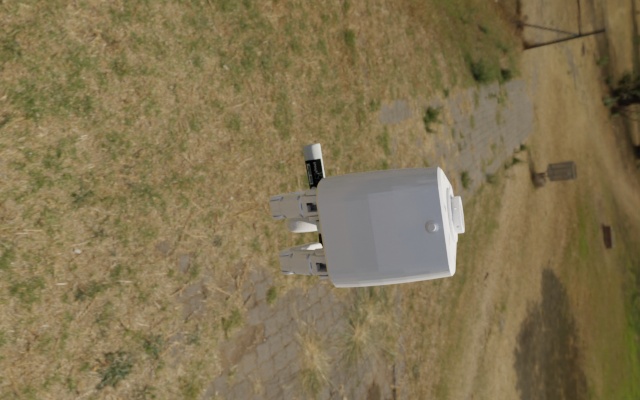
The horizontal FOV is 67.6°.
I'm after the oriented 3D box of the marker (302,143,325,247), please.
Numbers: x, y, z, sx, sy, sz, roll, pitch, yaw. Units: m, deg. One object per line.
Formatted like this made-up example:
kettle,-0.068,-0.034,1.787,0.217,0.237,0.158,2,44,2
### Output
marker,0.000,0.002,0.498,0.020,0.121,0.020,-9,6,1
